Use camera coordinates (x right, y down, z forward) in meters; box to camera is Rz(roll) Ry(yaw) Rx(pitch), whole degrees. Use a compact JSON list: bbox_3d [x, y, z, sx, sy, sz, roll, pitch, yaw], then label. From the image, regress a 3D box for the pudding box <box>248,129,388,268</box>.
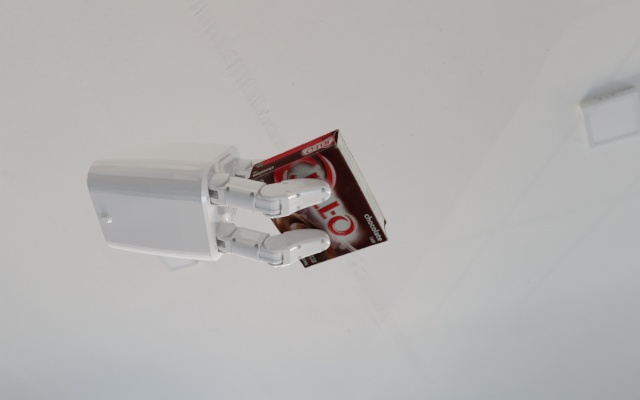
[{"bbox_3d":[0.000,0.001,0.443,0.090,0.113,0.039,-20,31,20],"label":"pudding box"}]
